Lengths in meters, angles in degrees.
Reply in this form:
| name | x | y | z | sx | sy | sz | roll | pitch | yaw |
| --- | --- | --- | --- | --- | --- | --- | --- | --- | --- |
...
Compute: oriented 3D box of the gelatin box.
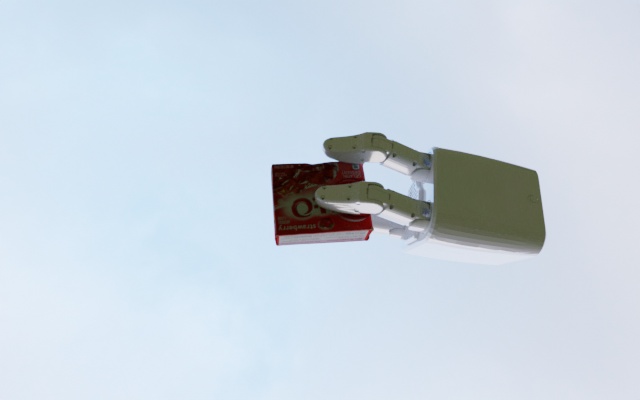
| name | x | y | z | sx | sy | sz | roll | pitch | yaw |
| --- | --- | --- | --- | --- | --- | --- | --- | --- | --- |
| gelatin box | 0.000 | 0.002 | 0.444 | 0.089 | 0.073 | 0.030 | -3 | -26 | -7 |
